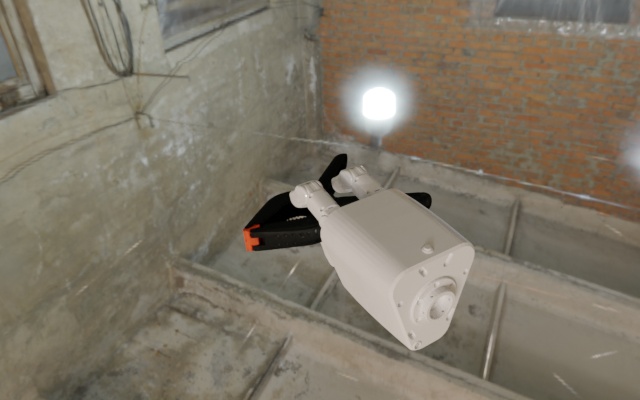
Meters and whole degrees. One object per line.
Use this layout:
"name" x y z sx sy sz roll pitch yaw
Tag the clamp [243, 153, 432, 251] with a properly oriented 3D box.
"clamp" 0.000 0.003 0.565 0.210 0.036 0.164 -20 33 -23
